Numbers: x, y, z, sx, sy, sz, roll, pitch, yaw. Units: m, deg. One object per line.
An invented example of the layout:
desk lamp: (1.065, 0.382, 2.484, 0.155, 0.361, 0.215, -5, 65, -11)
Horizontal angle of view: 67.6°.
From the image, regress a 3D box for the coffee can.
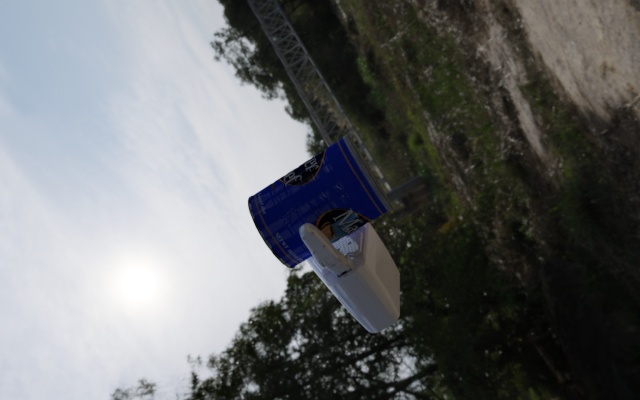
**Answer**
coffee can: (0.000, 0.002, 0.568, 0.140, 0.103, 0.103, -32, -5, 9)
